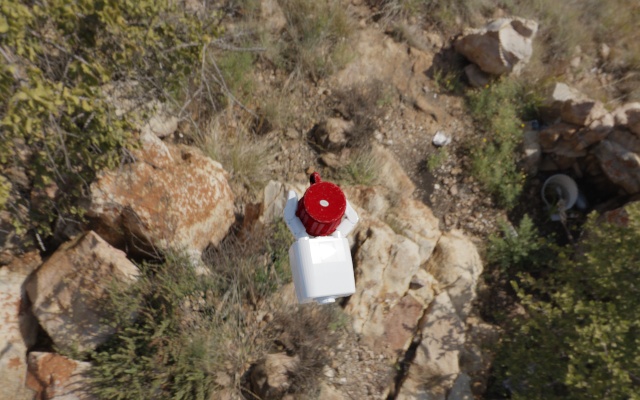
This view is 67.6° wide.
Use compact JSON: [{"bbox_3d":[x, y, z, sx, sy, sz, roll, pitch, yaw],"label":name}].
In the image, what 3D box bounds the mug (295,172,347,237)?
[{"bbox_3d":[0.000,0.001,0.891,0.093,0.117,0.081,-7,-16,-12],"label":"mug"}]
